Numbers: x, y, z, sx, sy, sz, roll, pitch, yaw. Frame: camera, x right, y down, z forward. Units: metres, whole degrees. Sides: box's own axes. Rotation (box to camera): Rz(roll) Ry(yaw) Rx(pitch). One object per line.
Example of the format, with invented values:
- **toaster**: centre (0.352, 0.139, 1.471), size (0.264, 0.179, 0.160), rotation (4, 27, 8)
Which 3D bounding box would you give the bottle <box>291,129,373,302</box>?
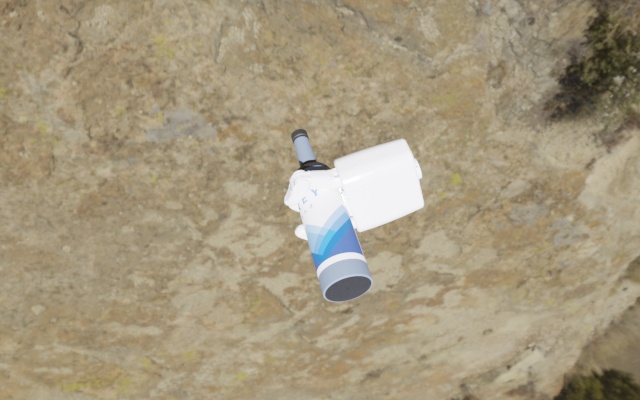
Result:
- **bottle**: centre (0.000, 0.002, 0.698), size (0.069, 0.295, 0.069), rotation (-11, -38, -9)
